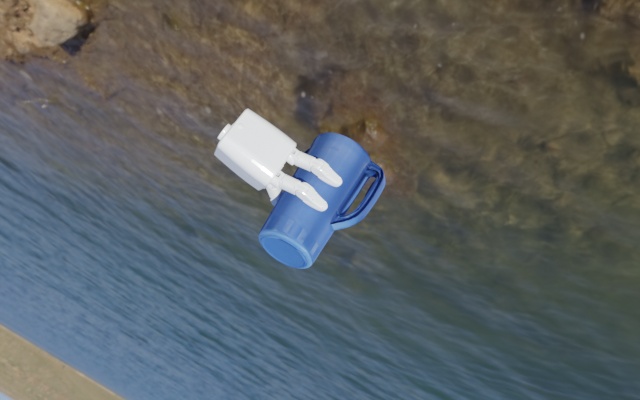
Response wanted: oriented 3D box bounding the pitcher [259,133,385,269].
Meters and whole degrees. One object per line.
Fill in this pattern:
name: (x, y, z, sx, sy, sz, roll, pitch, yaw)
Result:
pitcher: (0.000, 0.003, 0.874, 0.145, 0.242, 0.149, 39, -30, -13)
